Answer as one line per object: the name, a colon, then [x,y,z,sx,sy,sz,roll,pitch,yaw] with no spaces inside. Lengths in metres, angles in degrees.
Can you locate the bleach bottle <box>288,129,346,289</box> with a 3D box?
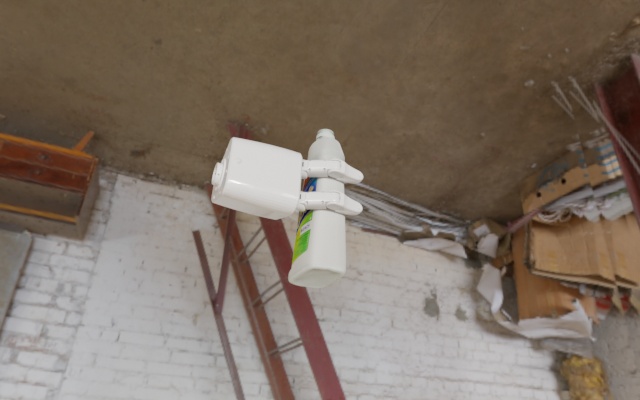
bleach bottle: [0.000,0.002,0.749,0.068,0.250,0.103,13,-30,-20]
